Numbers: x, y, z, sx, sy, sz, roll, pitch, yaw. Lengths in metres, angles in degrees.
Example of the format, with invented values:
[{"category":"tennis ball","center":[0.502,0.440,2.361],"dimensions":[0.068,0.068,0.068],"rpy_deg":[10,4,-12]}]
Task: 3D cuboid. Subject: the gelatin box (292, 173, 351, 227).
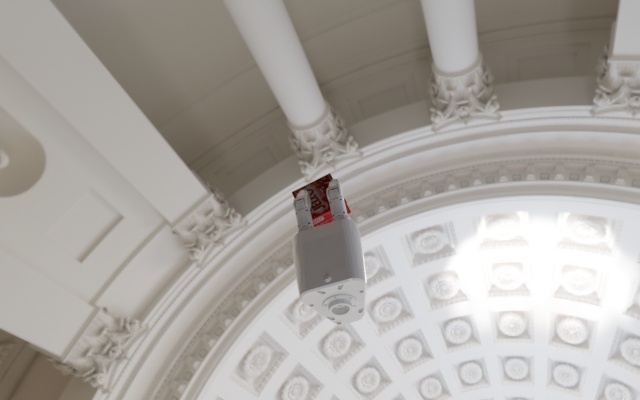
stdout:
[{"category":"gelatin box","center":[0.000,0.003,0.778],"dimensions":[0.073,0.030,0.089],"rpy_deg":[-27,40,0]}]
